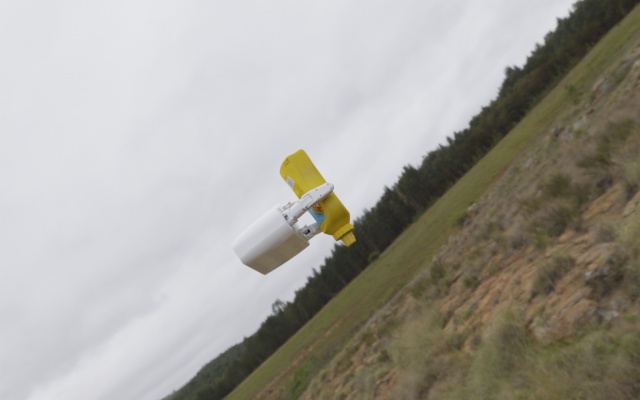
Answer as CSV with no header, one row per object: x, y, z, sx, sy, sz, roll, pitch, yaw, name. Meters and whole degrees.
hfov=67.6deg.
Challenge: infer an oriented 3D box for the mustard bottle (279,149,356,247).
0.000,0.002,0.871,0.058,0.191,0.096,-32,-13,-20,mustard bottle
